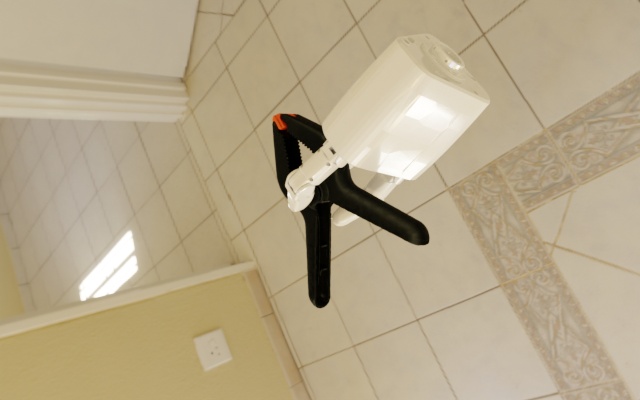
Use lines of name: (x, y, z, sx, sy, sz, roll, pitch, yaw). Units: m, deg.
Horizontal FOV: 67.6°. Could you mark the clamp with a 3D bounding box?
clamp: (-0.001, 0.001, 0.503, 0.036, 0.210, 0.165, -9, -31, -49)
